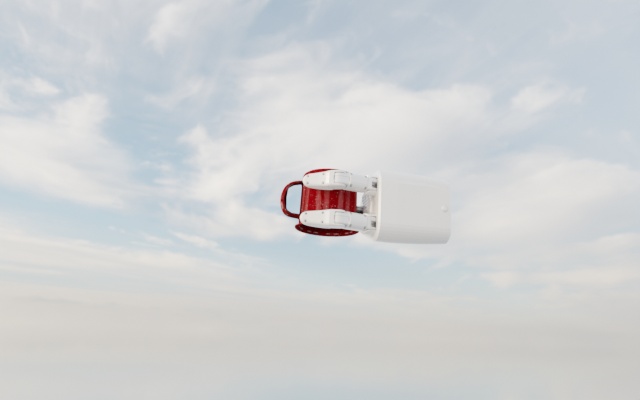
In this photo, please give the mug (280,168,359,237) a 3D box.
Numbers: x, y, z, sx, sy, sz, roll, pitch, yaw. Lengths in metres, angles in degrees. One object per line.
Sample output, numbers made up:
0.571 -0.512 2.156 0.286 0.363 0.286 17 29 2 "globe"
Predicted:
-0.001 0.002 0.691 0.117 0.081 0.093 7 -16 -10 "mug"
